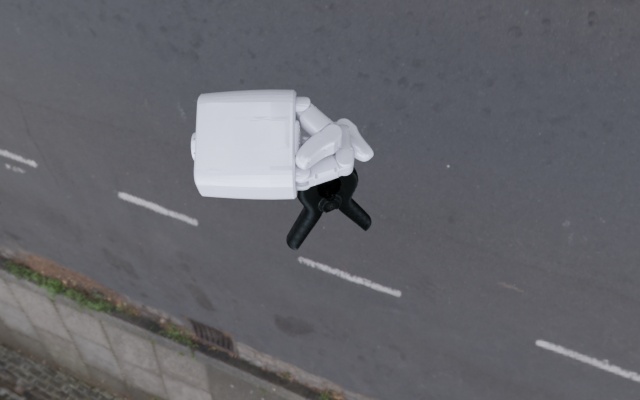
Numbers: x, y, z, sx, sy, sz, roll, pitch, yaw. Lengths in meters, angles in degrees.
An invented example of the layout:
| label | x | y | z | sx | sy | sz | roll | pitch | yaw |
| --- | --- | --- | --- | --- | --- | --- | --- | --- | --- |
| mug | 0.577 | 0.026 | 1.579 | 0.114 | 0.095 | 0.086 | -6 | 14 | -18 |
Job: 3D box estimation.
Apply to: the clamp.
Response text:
| label | x | y | z | sx | sy | sz | roll | pitch | yaw |
| --- | --- | --- | --- | --- | --- | --- | --- | --- | --- |
| clamp | 0.000 | 0.002 | 0.608 | 0.120 | 0.172 | 0.039 | -25 | 48 | -6 |
